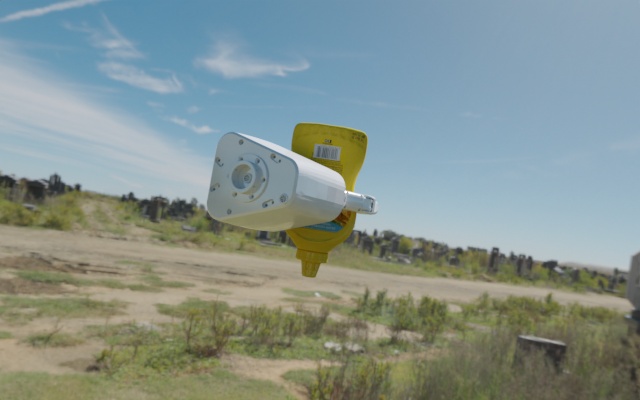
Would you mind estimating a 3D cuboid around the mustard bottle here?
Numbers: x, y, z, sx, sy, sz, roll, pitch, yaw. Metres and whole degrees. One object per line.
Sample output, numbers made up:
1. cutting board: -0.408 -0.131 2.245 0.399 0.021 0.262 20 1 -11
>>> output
1. mustard bottle: 0.000 0.002 0.608 0.096 0.191 0.058 9 -3 3
